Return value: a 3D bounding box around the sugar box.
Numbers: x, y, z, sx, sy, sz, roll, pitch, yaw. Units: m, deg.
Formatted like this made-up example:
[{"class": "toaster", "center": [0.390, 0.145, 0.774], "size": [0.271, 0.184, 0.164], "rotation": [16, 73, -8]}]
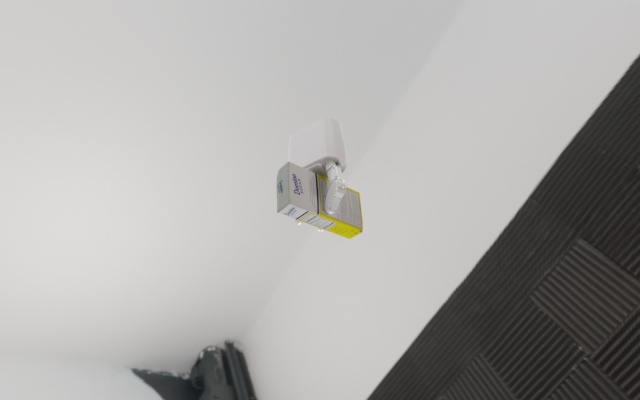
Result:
[{"class": "sugar box", "center": [0.000, 0.003, 0.887], "size": [0.176, 0.093, 0.048], "rotation": [21, -40, -32]}]
